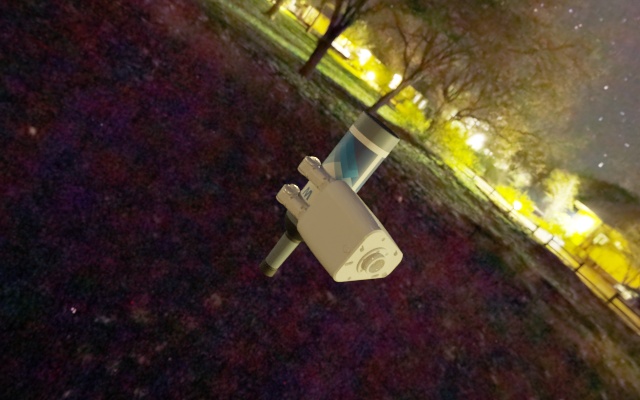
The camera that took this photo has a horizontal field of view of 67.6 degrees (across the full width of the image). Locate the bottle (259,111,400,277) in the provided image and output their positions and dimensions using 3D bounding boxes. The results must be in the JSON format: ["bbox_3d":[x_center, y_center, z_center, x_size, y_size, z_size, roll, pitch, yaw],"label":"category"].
[{"bbox_3d":[0.000,0.002,0.724,0.069,0.296,0.069,35,17,-12],"label":"bottle"}]
